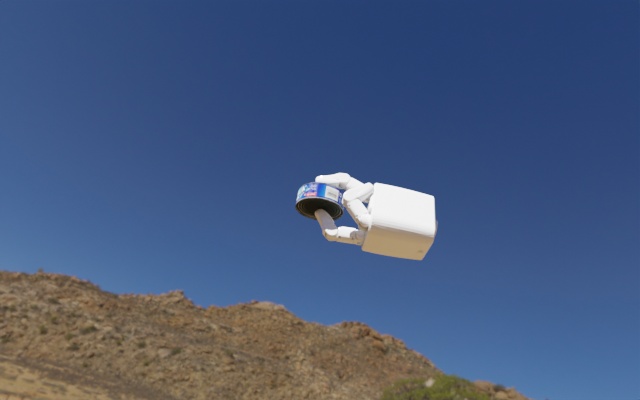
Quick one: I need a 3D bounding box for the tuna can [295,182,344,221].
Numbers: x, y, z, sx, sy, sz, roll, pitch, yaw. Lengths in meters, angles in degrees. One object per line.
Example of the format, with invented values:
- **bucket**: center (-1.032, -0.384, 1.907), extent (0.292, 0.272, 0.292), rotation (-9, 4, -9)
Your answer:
- **tuna can**: center (0.000, 0.002, 0.846), extent (0.086, 0.033, 0.086), rotation (7, -28, 4)
